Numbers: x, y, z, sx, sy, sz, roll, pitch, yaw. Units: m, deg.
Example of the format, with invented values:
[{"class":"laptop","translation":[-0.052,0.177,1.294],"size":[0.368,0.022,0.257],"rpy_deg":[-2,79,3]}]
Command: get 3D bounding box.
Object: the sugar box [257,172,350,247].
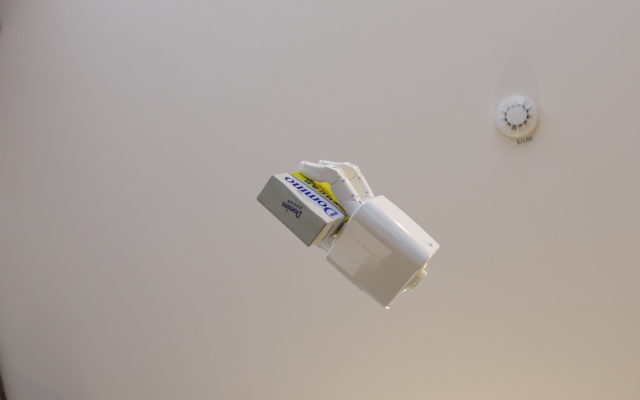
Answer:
[{"class":"sugar box","translation":[0.001,0.002,0.643],"size":[0.093,0.048,0.176],"rpy_deg":[41,19,14]}]
